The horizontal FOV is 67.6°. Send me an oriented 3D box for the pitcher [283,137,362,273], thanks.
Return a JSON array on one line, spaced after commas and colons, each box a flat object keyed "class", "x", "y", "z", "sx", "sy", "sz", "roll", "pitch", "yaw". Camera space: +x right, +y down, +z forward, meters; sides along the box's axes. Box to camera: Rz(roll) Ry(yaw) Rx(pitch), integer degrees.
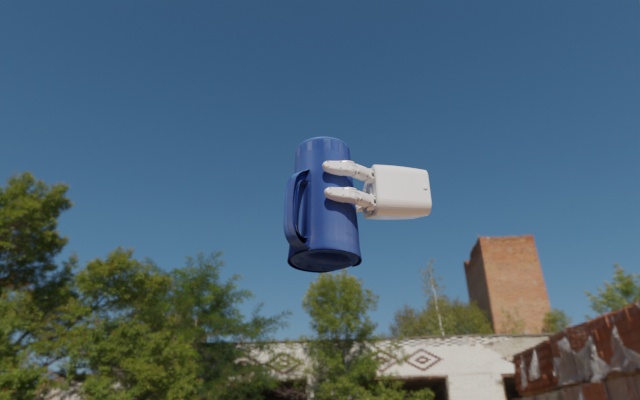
[{"class": "pitcher", "x": 0.000, "y": 0.003, "z": 0.890, "sx": 0.145, "sy": 0.242, "sz": 0.149, "roll": 2, "pitch": -25, "yaw": -8}]
